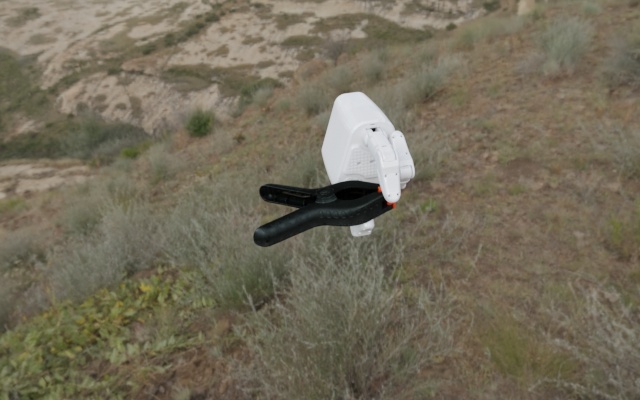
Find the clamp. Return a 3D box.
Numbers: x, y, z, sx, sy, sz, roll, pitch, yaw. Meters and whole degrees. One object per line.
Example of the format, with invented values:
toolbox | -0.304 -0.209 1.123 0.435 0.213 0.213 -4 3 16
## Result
clamp | 0.000 0.001 0.574 0.171 0.039 0.120 -10 36 -8
